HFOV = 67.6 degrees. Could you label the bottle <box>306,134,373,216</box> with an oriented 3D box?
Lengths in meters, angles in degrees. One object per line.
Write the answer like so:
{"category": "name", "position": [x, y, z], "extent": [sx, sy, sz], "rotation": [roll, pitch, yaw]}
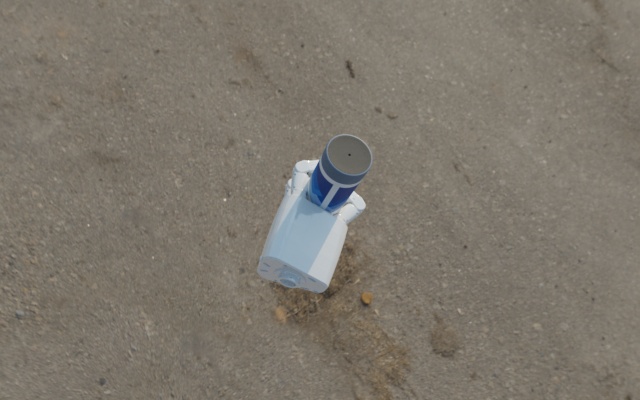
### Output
{"category": "bottle", "position": [0.000, 0.002, 0.768], "extent": [0.069, 0.069, 0.296], "rotation": [0, -26, -17]}
